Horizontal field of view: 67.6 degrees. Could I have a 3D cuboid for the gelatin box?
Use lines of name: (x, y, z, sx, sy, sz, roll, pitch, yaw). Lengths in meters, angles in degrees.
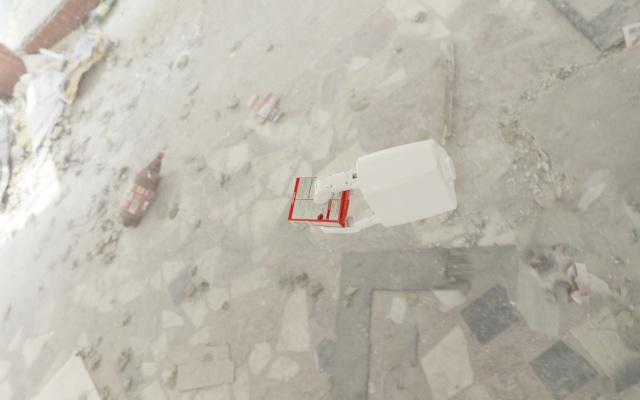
gelatin box: (0.000, 0.002, 0.728, 0.089, 0.073, 0.030, 1, -21, 25)
